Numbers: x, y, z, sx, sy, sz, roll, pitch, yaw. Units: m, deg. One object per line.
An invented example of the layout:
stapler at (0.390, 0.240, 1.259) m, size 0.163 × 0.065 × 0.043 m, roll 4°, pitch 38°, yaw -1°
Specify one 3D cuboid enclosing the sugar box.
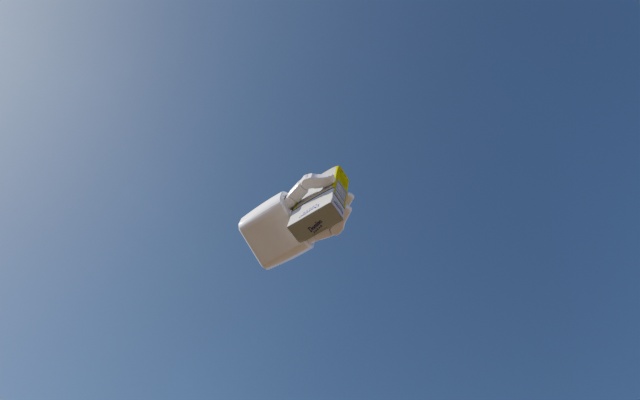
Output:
sugar box at (0.000, 0.003, 0.868) m, size 0.093 × 0.048 × 0.176 m, roll -30°, pitch 20°, yaw 19°
